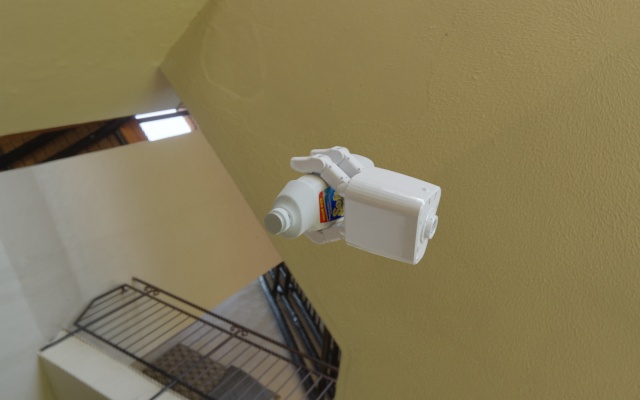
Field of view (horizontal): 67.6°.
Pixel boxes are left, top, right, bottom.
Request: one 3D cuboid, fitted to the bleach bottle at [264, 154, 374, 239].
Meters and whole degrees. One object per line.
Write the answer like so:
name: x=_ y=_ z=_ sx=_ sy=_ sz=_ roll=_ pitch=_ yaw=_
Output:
bleach bottle: x=0.000 y=0.002 z=0.706 sx=0.068 sy=0.103 sz=0.250 roll=18 pitch=25 yaw=24
